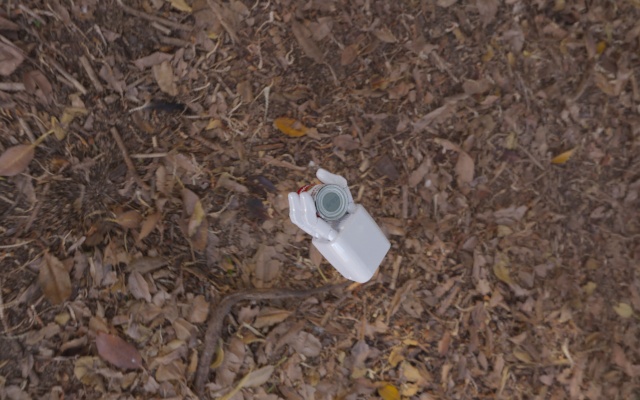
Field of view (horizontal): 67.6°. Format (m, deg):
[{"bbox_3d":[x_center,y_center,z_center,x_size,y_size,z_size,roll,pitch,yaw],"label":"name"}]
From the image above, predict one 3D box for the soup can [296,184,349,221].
[{"bbox_3d":[0.000,0.002,0.892,0.068,0.068,0.102,0,1,-25],"label":"soup can"}]
